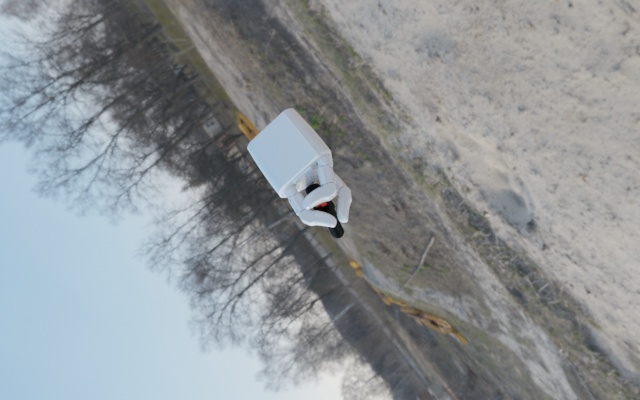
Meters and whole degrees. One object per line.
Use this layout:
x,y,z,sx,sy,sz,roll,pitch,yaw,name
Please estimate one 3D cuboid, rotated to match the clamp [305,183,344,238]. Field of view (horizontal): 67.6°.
0.000,0.003,0.865,0.039,0.120,0.171,-36,-16,-6,clamp
